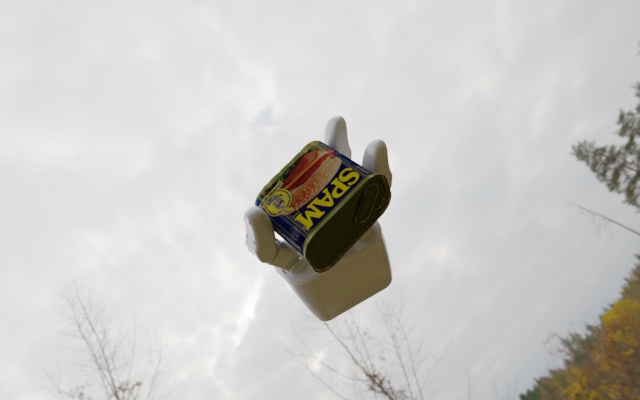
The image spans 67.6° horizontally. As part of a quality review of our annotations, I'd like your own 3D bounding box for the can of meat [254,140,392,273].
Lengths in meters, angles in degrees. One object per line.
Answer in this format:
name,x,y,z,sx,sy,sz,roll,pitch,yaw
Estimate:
can of meat,0.000,0.001,0.445,0.084,0.102,0.057,36,-15,37
